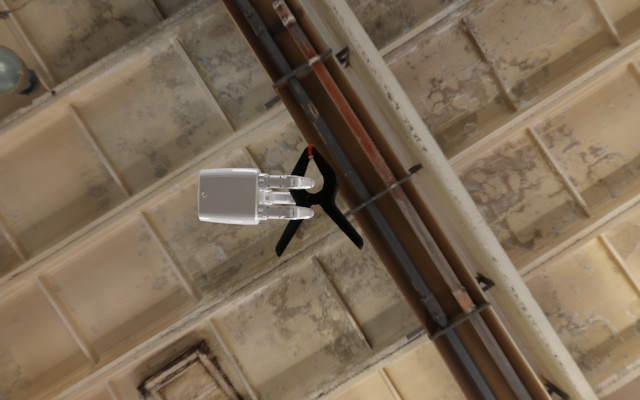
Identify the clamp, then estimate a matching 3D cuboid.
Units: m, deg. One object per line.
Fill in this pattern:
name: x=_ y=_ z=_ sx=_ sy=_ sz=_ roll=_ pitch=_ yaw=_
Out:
clamp: x=0.000 y=0.002 z=0.891 sx=0.164 sy=0.210 sz=0.036 roll=2 pitch=0 yaw=1
